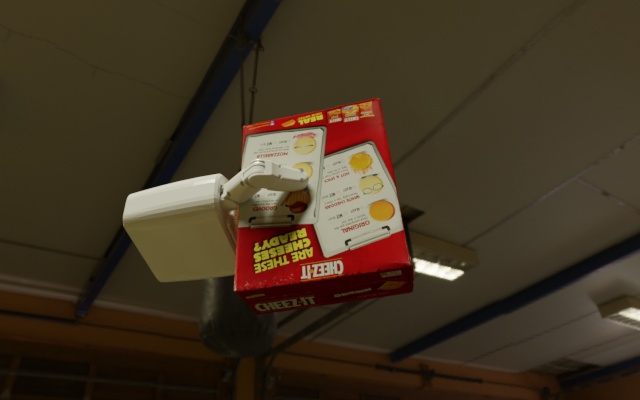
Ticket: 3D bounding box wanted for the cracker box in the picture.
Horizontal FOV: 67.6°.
[{"bbox_3d":[0.000,0.001,0.509,0.164,0.213,0.072,-10,-35,8],"label":"cracker box"}]
